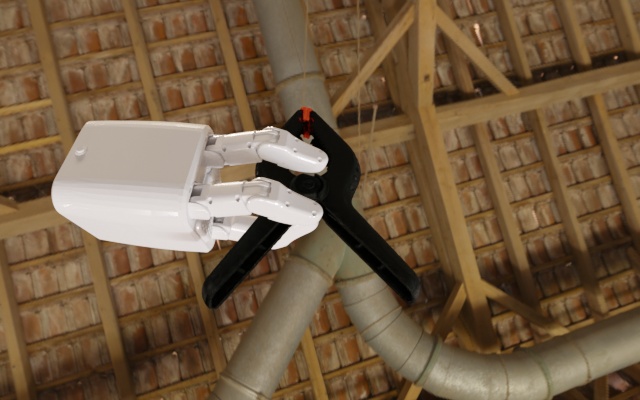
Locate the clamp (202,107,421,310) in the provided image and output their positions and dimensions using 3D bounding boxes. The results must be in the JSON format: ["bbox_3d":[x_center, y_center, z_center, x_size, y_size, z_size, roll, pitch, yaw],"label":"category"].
[{"bbox_3d":[0.000,0.001,0.413,0.164,0.209,0.036,5,-37,1],"label":"clamp"}]
